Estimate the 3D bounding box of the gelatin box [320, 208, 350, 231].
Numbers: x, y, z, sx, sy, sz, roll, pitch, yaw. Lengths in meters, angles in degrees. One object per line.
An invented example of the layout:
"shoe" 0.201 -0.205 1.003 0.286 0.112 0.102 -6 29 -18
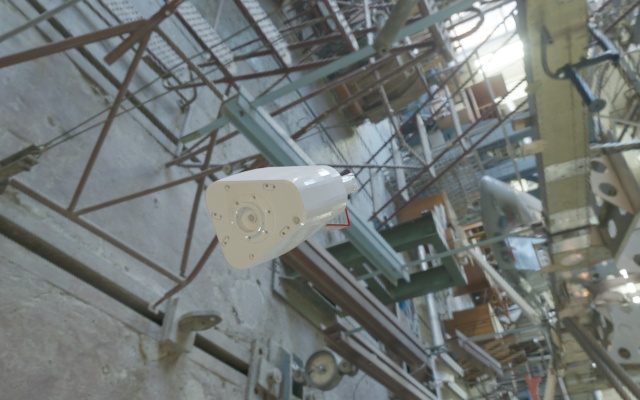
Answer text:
"gelatin box" 0.001 0.002 0.631 0.030 0.073 0.089 -19 -12 29
